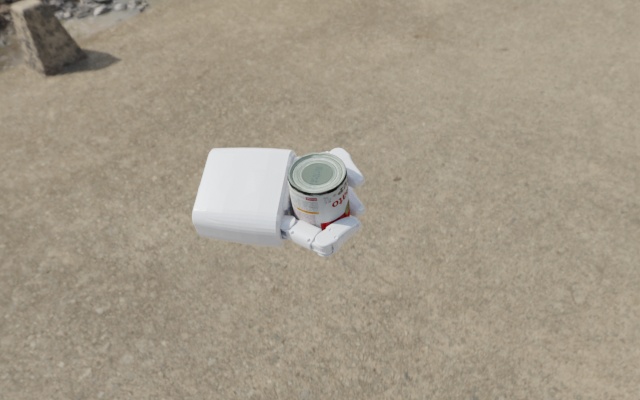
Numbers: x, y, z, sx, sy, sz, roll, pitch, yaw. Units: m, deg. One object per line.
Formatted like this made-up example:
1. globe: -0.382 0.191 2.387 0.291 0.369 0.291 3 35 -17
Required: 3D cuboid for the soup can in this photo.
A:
1. soup can: 0.001 0.002 0.560 0.068 0.068 0.102 0 -42 6
